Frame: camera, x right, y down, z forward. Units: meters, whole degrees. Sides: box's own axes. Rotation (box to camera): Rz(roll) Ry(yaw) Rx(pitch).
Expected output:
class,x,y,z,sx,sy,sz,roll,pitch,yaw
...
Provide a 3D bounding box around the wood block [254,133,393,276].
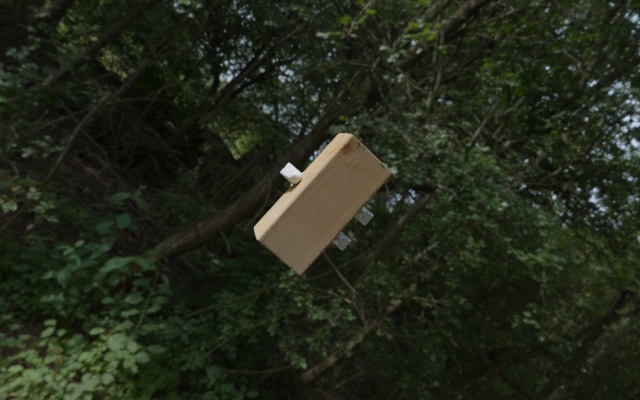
class,x,y,z,sx,sy,sz,roll,pitch,yaw
wood block,0.000,0.002,0.740,0.091,0.206,0.090,42,0,-14
